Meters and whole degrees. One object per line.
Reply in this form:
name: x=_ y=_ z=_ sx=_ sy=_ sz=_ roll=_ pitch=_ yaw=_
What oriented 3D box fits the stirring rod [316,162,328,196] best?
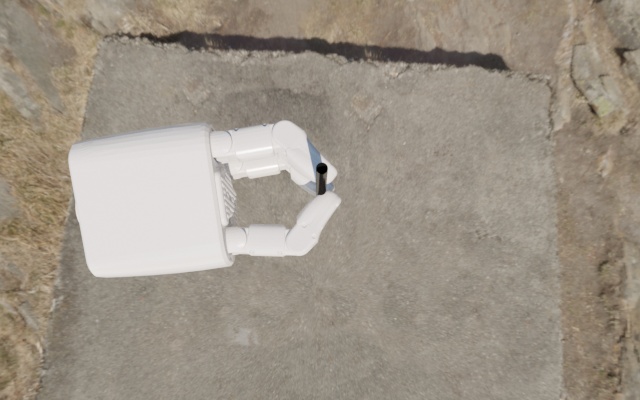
stirring rod: x=0.000 y=0.002 z=0.433 sx=0.011 sy=0.011 sz=0.239 roll=0 pitch=-11 yaw=0
